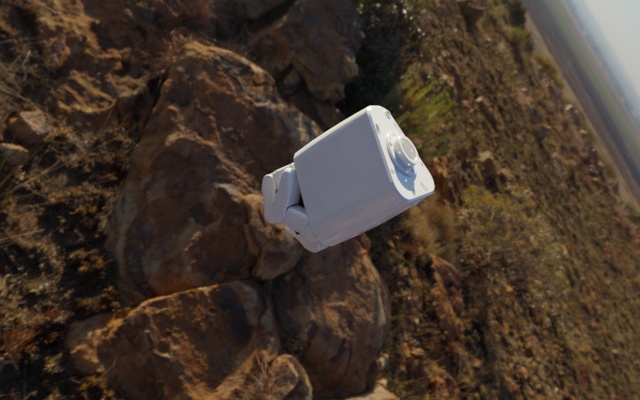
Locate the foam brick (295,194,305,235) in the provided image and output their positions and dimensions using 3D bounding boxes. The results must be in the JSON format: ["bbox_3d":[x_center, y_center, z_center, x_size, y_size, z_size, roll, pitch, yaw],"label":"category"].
[{"bbox_3d":[0.000,0.002,0.572,0.051,0.053,0.078,-31,-9,34],"label":"foam brick"}]
